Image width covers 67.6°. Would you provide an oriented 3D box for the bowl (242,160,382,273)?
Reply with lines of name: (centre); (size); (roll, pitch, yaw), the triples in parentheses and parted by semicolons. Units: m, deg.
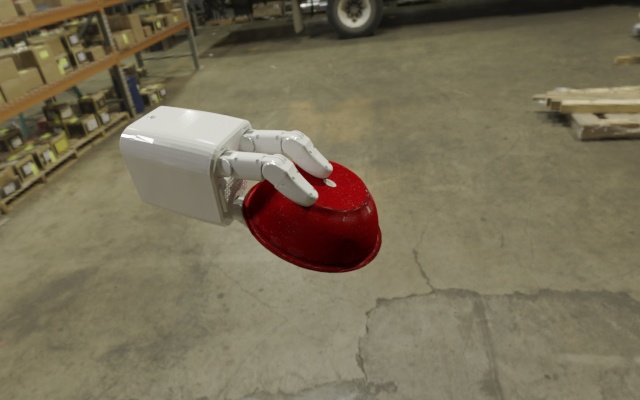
bowl: (0.001, 0.002, 0.519); (0.162, 0.055, 0.162); (14, 35, -10)
